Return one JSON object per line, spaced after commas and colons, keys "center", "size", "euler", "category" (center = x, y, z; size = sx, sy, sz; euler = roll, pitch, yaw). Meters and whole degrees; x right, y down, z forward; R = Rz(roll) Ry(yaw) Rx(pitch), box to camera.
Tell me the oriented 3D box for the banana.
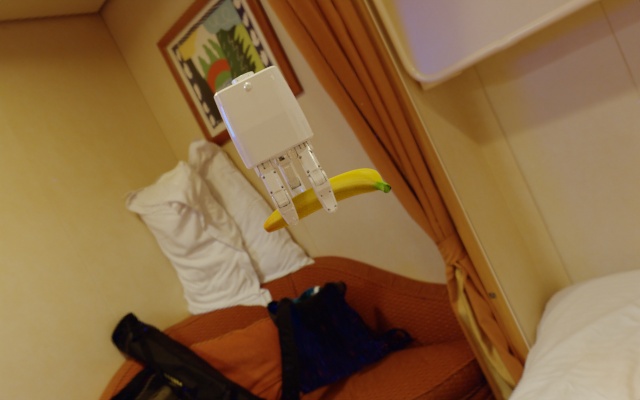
{"center": [0.008, -0.006, 0.686], "size": [0.198, 0.037, 0.069], "euler": [-21, 14, 21], "category": "banana"}
